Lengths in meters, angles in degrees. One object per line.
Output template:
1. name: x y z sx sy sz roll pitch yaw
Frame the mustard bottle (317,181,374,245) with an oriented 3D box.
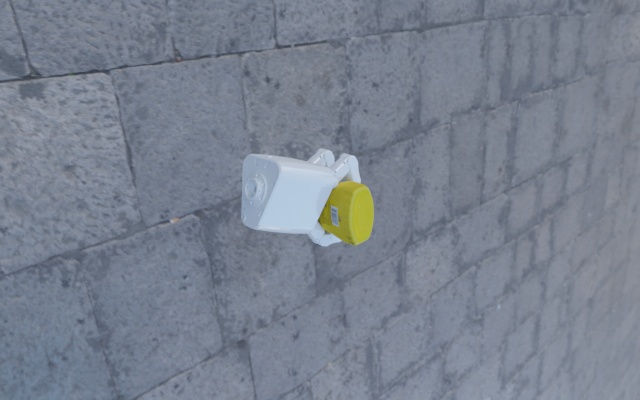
1. mustard bottle: 0.001 0.003 0.794 0.058 0.096 0.191 -24 30 -37
